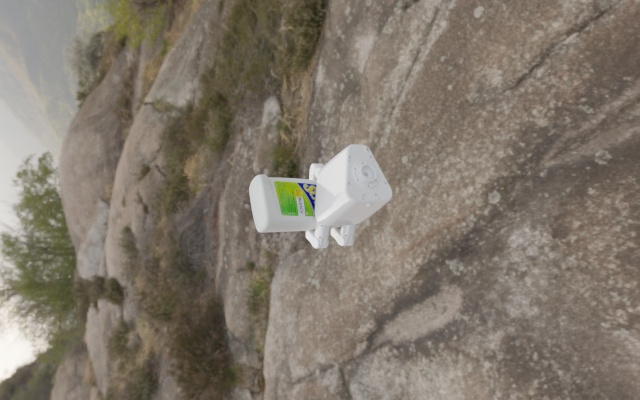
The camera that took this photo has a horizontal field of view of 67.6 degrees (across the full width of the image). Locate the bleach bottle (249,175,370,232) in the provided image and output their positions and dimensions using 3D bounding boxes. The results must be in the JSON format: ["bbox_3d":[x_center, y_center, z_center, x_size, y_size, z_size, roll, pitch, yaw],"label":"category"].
[{"bbox_3d":[0.000,0.003,0.889,0.251,0.102,0.068,-2,-20,-29],"label":"bleach bottle"}]
